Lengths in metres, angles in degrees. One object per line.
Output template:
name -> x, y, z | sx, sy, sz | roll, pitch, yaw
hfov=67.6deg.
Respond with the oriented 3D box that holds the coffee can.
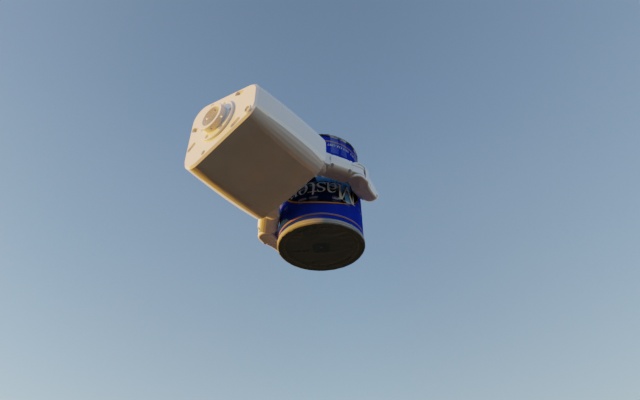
coffee can -> 0.000, 0.002, 0.598 | 0.103, 0.140, 0.103 | -1, -39, 0
